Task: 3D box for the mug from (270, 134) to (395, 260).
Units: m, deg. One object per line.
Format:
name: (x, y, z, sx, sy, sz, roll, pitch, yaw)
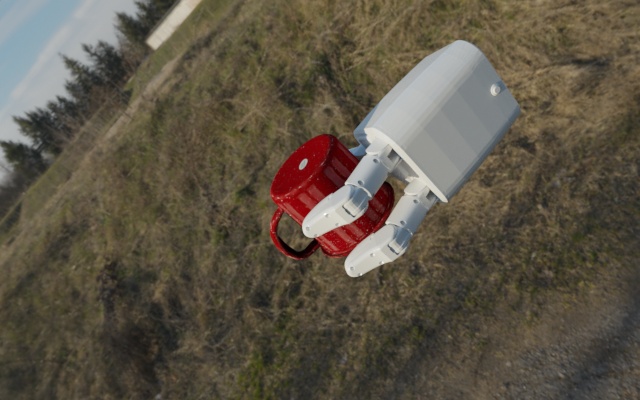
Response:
mug: (-0.001, 0.002, 0.445, 0.081, 0.117, 0.093, 43, -2, -25)
